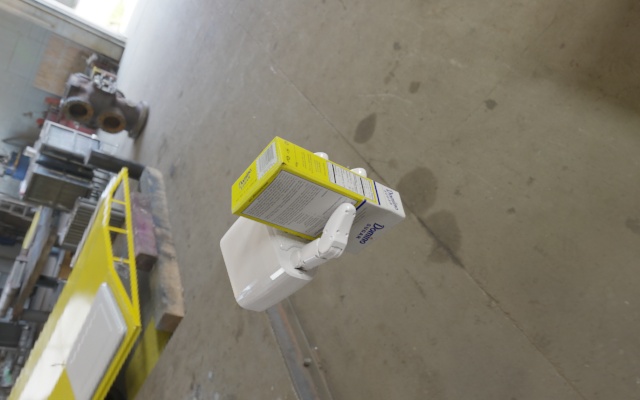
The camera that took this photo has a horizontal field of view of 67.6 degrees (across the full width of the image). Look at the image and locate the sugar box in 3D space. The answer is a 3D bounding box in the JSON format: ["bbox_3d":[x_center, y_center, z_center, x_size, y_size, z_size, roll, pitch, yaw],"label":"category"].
[{"bbox_3d":[0.000,0.001,0.536,0.176,0.048,0.093,20,-46,-35],"label":"sugar box"}]
